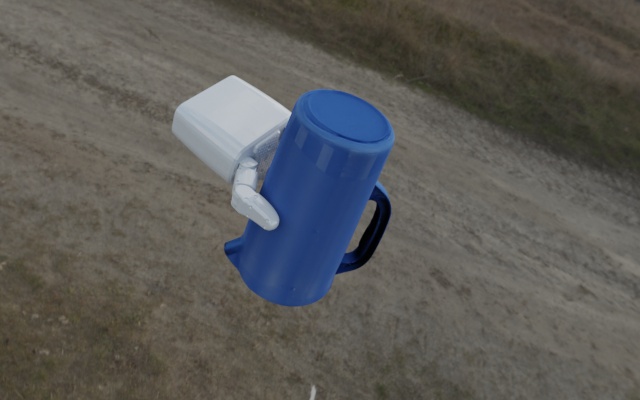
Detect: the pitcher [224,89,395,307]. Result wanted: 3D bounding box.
[{"bbox_3d":[0.000,0.002,0.555,0.145,0.243,0.149,38,41,17],"label":"pitcher"}]
